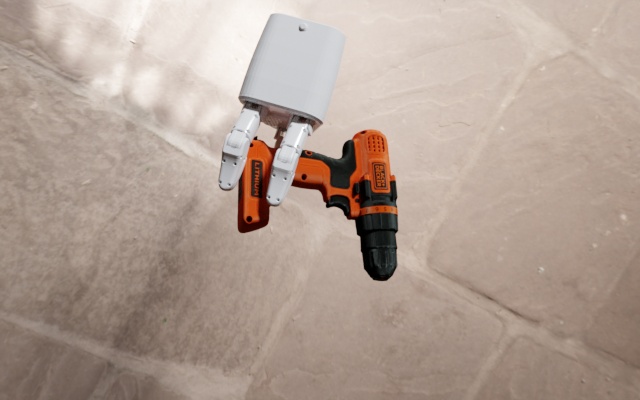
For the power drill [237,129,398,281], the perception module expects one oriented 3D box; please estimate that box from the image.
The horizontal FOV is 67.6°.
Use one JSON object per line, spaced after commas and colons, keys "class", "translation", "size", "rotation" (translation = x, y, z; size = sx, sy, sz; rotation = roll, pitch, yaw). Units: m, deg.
{"class": "power drill", "translation": [0.000, 0.002, 0.552], "size": [0.187, 0.184, 0.057], "rotation": [2, -19, -18]}
